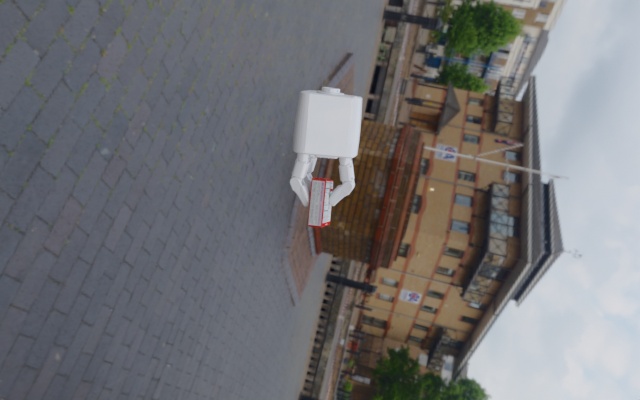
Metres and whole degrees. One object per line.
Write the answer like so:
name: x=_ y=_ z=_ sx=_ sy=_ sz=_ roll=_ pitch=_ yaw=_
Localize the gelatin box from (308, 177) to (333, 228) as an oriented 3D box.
gelatin box: x=0.001 y=0.003 z=0.878 sx=0.030 sy=0.089 sz=0.073 roll=5 pitch=2 yaw=12
